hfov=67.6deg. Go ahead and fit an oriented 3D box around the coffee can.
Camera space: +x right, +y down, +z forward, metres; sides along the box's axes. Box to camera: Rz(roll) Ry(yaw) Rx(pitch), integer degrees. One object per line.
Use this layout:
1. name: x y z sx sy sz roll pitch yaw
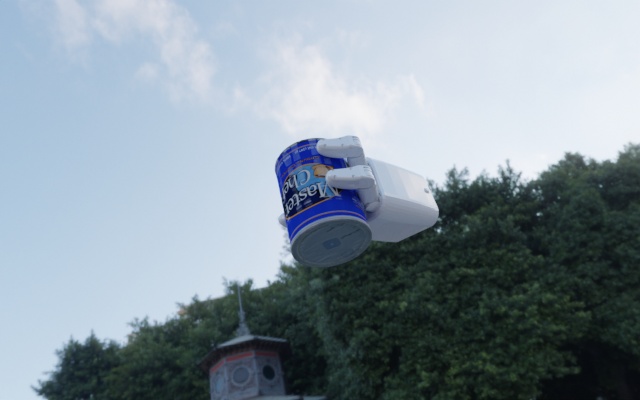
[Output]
1. coffee can: 0.000 0.002 0.630 0.103 0.140 0.103 -9 -38 -7
